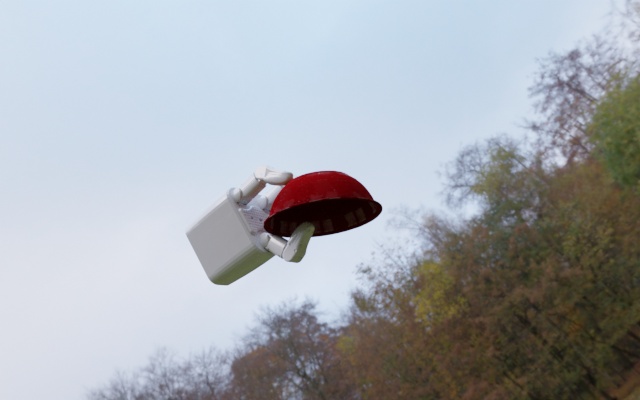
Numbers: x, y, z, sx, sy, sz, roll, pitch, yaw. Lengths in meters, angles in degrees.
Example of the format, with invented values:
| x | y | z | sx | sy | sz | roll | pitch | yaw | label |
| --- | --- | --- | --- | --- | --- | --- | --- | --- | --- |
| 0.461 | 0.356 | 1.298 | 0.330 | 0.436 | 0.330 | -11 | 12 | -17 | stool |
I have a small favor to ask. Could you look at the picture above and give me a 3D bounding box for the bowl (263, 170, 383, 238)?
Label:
| x | y | z | sx | sy | sz | roll | pitch | yaw | label |
| --- | --- | --- | --- | --- | --- | --- | --- | --- | --- |
| 0.001 | 0.001 | 0.650 | 0.162 | 0.055 | 0.162 | -8 | -19 | -3 | bowl |
